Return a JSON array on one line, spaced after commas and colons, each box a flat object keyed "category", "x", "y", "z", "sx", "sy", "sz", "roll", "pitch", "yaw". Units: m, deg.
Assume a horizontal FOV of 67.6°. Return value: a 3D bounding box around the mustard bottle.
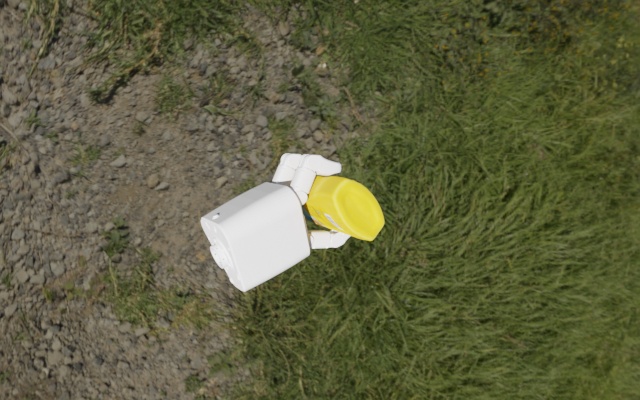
[{"category": "mustard bottle", "x": 0.000, "y": 0.002, "z": 0.680, "sx": 0.096, "sy": 0.058, "sz": 0.191, "roll": 45, "pitch": -17, "yaw": -29}]
